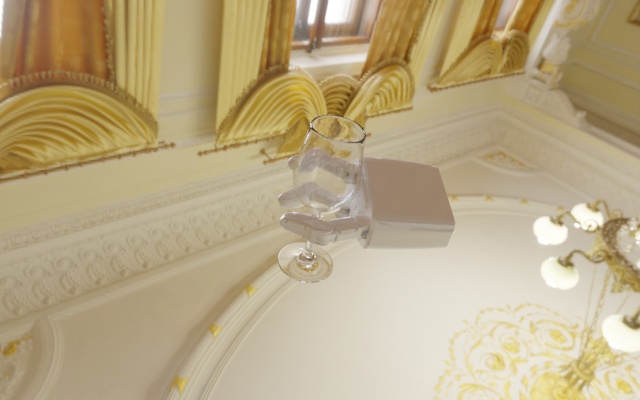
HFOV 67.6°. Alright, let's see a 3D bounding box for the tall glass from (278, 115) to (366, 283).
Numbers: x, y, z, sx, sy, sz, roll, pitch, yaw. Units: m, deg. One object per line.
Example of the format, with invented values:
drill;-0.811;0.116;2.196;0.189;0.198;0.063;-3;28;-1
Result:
tall glass;0.000;0.002;0.569;0.079;0.201;0.079;9;35;-6
